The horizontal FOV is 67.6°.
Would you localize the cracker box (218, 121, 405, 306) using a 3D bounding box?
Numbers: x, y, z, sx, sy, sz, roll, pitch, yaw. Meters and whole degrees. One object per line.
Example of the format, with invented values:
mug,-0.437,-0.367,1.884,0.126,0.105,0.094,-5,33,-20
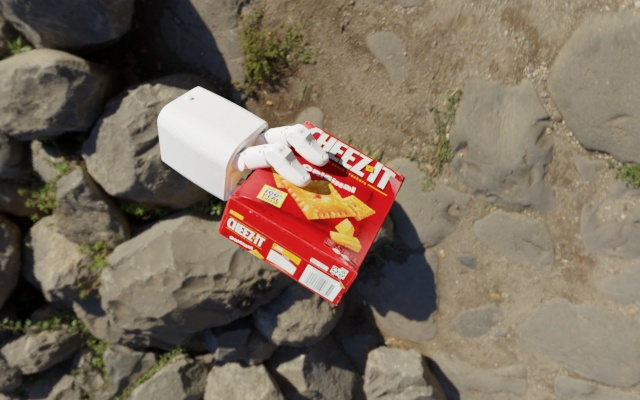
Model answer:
cracker box,0.000,0.002,0.603,0.164,0.072,0.213,31,41,4
